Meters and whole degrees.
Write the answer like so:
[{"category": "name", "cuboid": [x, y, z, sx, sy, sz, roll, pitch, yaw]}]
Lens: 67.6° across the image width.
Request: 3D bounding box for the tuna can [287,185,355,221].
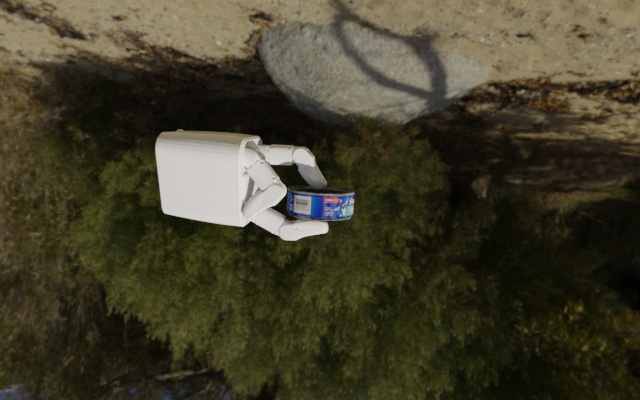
[{"category": "tuna can", "cuboid": [0.000, 0.003, 0.607, 0.086, 0.034, 0.086, 3, 7, 0]}]
